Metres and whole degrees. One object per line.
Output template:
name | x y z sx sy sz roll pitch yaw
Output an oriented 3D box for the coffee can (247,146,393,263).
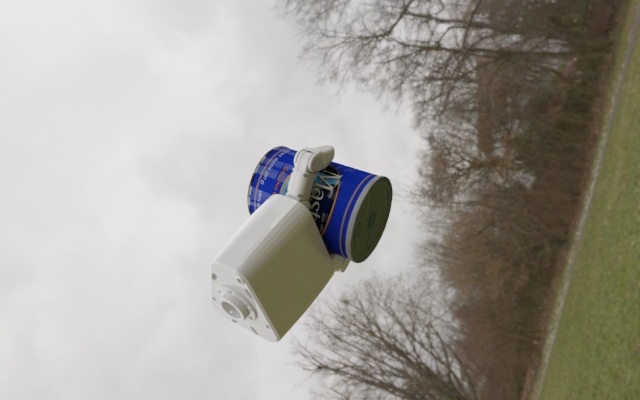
coffee can | 0.000 0.002 0.565 0.140 0.103 0.103 19 9 26
